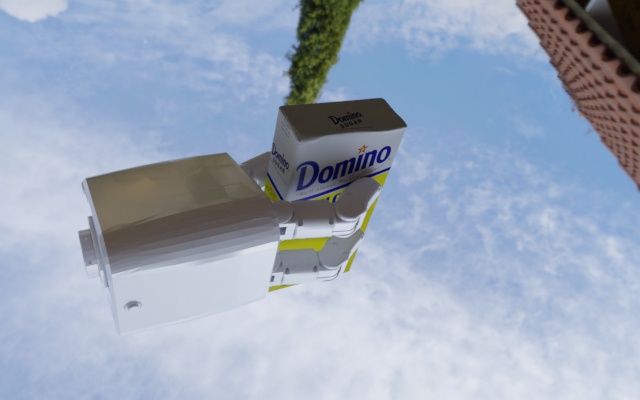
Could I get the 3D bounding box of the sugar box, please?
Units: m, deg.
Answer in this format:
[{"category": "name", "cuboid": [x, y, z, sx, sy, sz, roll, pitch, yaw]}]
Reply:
[{"category": "sugar box", "cuboid": [0.000, 0.002, 0.402, 0.093, 0.048, 0.176, -11, -39, -26]}]
